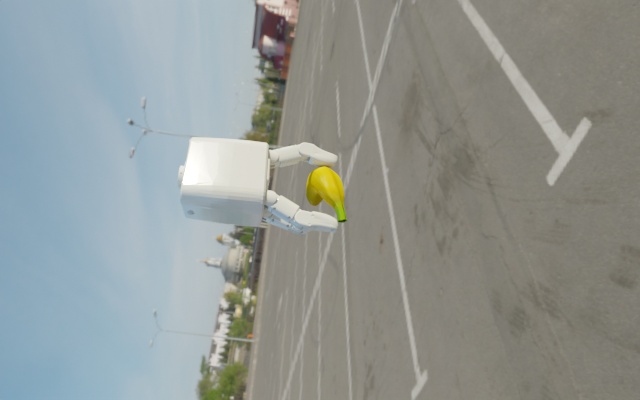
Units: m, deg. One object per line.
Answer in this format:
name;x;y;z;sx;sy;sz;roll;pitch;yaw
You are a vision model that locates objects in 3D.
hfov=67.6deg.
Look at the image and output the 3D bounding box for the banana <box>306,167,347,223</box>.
banana;0.002;-0.016;0.700;0.037;0.069;0.198;2;6;-10
